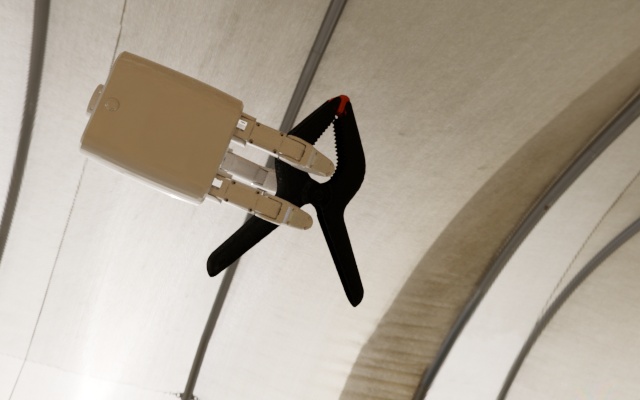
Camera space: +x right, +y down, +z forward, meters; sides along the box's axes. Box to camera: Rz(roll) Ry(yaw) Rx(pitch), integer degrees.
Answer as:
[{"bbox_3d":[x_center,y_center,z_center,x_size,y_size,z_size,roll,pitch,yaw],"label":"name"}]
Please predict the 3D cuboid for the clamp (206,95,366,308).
[{"bbox_3d":[0.000,0.001,0.478,0.164,0.210,0.036,24,-4,-21],"label":"clamp"}]
